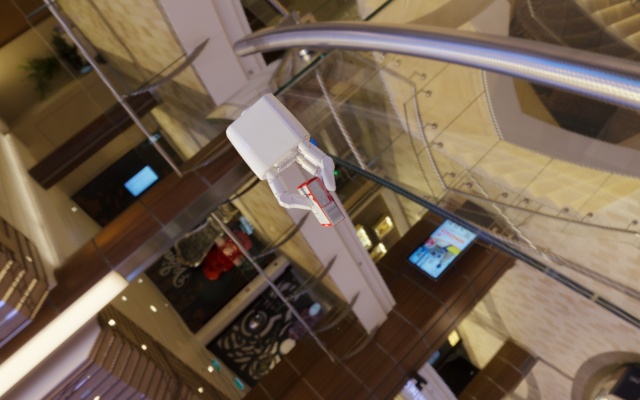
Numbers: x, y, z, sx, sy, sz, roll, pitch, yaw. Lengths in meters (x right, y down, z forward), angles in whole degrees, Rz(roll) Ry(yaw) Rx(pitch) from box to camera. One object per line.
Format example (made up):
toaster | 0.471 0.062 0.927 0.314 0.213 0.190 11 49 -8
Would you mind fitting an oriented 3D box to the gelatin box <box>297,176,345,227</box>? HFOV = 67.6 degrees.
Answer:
gelatin box | 0.000 0.003 0.839 0.030 0.089 0.073 -34 5 -13
